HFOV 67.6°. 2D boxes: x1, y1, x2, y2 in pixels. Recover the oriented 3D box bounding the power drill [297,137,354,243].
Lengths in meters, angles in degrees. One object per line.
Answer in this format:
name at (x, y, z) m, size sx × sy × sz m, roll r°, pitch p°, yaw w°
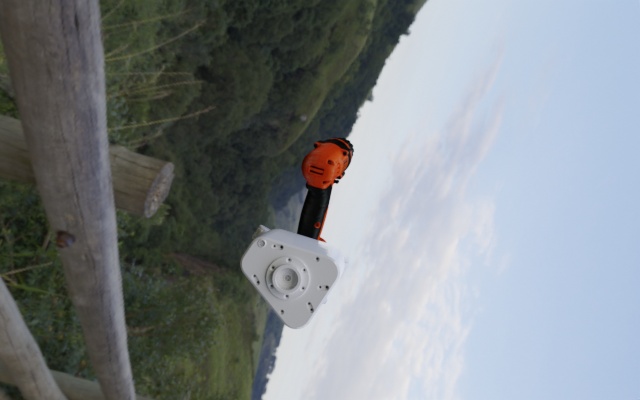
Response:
power drill at (0.000, 0.003, 0.694) m, size 0.057 × 0.188 × 0.184 m, roll 15°, pitch 17°, yaw 11°
